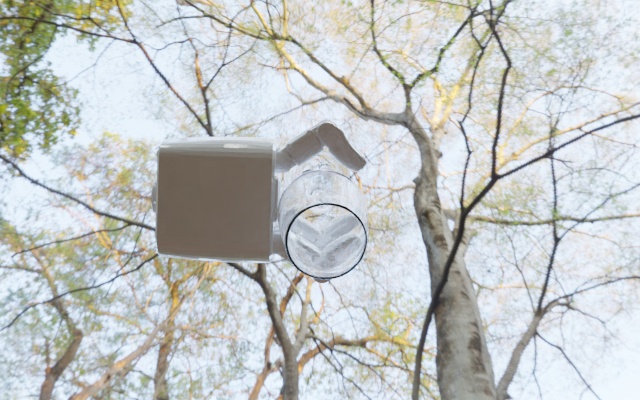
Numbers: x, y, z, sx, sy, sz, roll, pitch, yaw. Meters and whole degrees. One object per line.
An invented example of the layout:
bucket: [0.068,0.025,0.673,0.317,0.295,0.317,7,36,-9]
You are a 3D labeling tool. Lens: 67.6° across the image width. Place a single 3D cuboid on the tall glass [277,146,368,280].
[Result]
tall glass: [0.000,0.001,0.447,0.079,0.079,0.201,0,17,-3]
